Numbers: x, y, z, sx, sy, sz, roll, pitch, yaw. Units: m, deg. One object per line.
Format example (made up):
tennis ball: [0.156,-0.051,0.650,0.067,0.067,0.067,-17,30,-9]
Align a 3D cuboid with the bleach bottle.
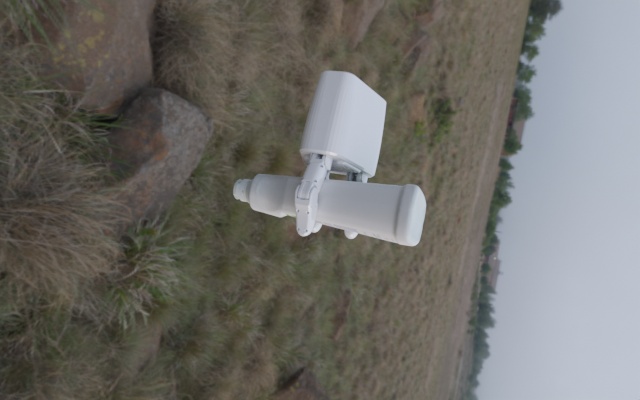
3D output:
bleach bottle: [0.000,0.002,0.605,0.251,0.068,0.102,9,-8,21]
